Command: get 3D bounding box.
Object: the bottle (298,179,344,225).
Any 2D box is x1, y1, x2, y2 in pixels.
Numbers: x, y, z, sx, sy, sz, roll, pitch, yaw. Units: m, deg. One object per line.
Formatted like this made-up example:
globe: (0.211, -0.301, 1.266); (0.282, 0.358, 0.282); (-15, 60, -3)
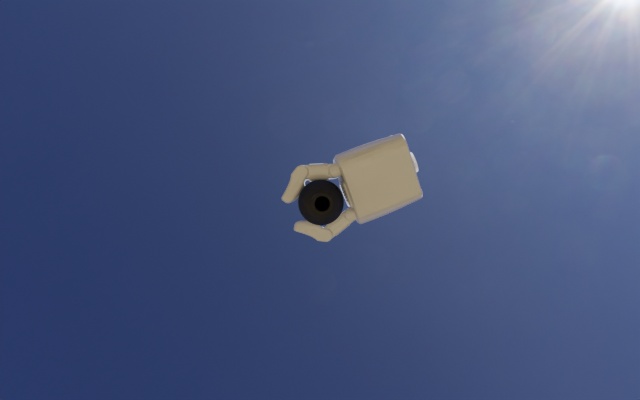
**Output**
bottle: (0.000, 0.002, 0.724); (0.069, 0.069, 0.295); (0, 1, -1)
